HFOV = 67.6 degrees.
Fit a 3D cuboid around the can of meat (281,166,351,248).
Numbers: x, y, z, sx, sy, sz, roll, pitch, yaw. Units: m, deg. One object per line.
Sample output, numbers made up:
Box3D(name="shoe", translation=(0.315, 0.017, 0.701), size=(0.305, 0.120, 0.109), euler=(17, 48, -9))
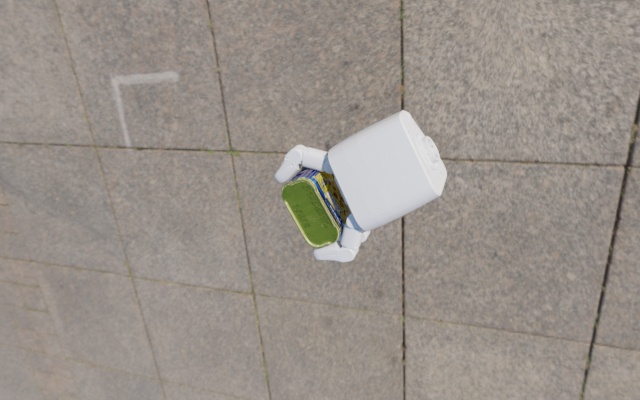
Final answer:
Box3D(name="can of meat", translation=(0.000, 0.002, 0.639), size=(0.057, 0.102, 0.084), euler=(-24, 13, 28))
